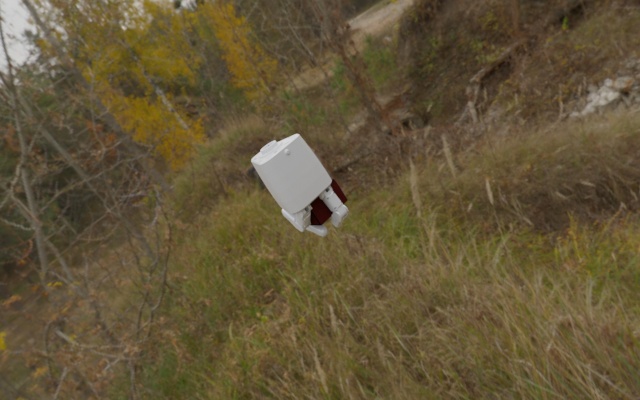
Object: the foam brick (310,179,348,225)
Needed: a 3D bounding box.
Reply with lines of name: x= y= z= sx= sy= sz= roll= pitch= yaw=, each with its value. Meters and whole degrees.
foam brick: x=0.000 y=0.003 z=0.884 sx=0.078 sy=0.051 sz=0.053 roll=-43 pitch=20 yaw=-26
